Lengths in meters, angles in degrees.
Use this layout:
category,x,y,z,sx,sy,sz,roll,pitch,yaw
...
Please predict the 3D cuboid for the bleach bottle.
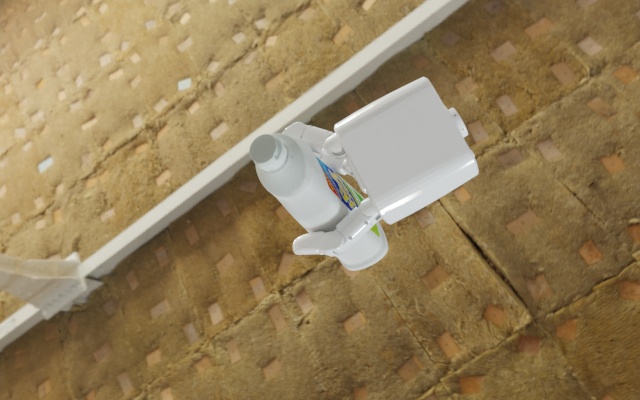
category,x,y,z,sx,sy,sz,roll,pitch,yaw
bleach bottle,0.000,0.002,0.526,0.068,0.102,0.251,-29,-28,12
